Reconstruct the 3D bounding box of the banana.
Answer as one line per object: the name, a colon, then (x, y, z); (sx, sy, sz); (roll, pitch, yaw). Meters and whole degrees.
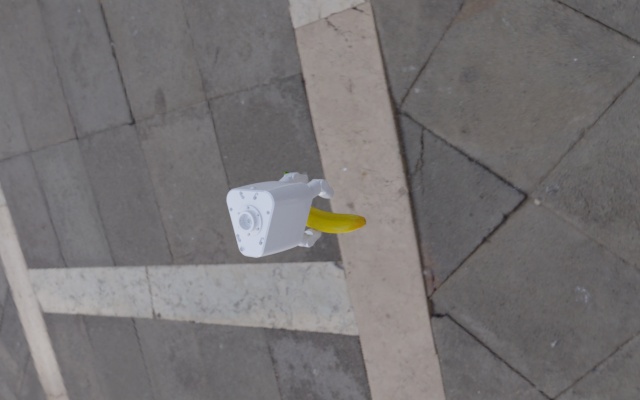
banana: (-0.010, 0.018, 0.879); (0.197, 0.069, 0.037); (31, 13, 25)
